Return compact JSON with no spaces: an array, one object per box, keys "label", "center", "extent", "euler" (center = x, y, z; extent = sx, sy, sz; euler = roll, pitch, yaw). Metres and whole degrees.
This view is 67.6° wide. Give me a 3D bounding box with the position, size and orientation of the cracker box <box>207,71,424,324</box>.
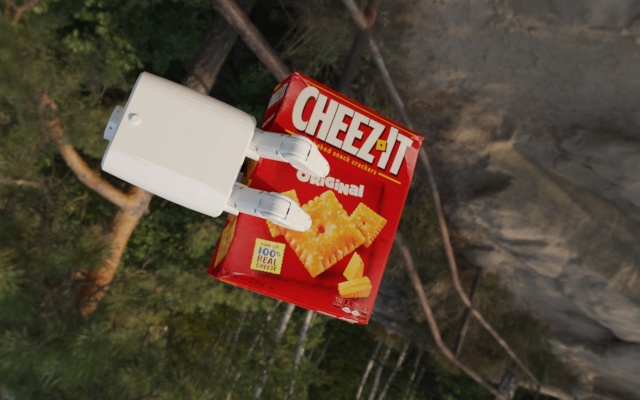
[{"label":"cracker box","center":[0.000,0.002,0.495],"extent":[0.164,0.213,0.072],"euler":[23,-11,-20]}]
